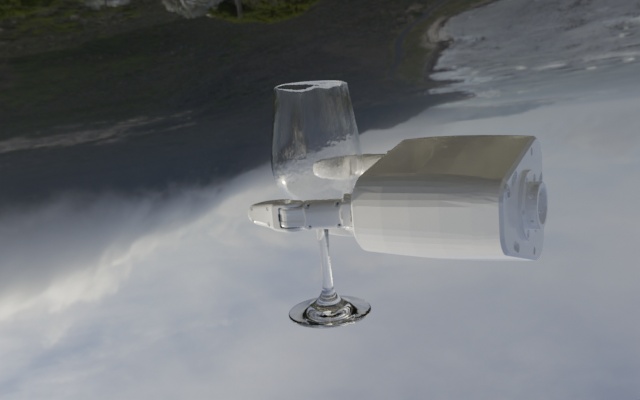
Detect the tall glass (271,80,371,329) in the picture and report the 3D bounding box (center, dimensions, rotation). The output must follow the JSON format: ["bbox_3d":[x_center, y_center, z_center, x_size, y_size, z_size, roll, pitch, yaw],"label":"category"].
[{"bbox_3d":[0.000,0.002,0.414,0.079,0.201,0.079,-5,8,1],"label":"tall glass"}]
